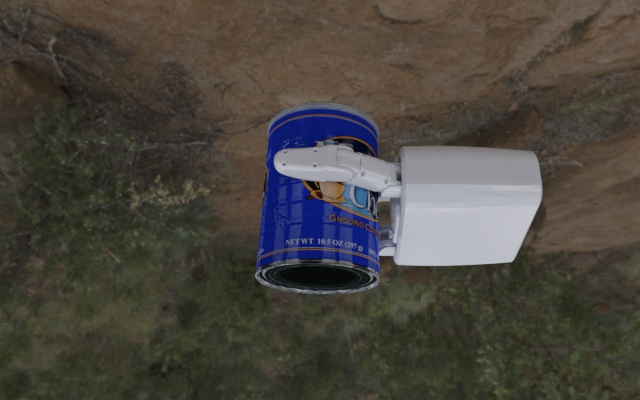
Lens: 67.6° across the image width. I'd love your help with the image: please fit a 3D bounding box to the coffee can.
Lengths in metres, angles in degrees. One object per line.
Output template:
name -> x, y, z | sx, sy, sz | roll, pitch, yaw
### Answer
coffee can -> 0.000, 0.001, 0.417 | 0.103, 0.140, 0.103 | 2, -23, 1
